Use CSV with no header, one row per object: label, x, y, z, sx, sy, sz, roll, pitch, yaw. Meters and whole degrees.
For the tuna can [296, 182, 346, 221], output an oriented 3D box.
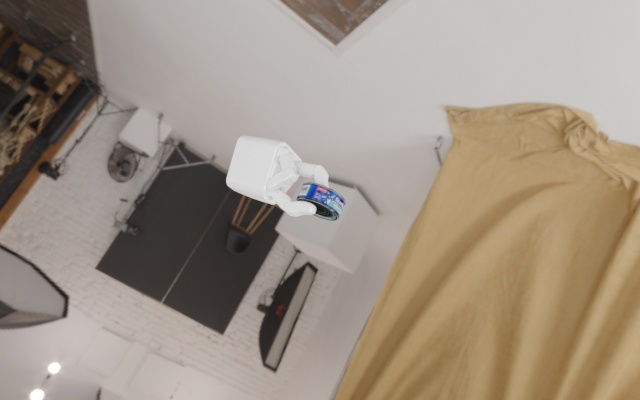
tuna can,0.000,0.003,0.865,0.086,0.033,0.086,22,-18,8
